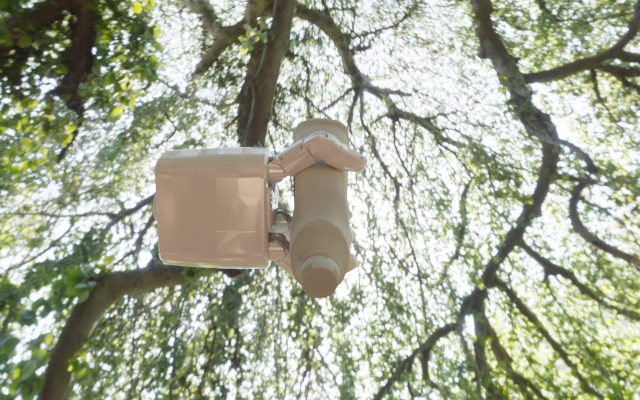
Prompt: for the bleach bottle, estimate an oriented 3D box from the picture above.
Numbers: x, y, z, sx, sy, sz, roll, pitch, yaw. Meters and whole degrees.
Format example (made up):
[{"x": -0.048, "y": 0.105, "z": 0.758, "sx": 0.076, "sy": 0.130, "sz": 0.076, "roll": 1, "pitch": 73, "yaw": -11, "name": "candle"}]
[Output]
[{"x": 0.000, "y": 0.002, "z": 0.474, "sx": 0.068, "sy": 0.103, "sz": 0.250, "roll": 1, "pitch": 26, "yaw": 0, "name": "bleach bottle"}]
